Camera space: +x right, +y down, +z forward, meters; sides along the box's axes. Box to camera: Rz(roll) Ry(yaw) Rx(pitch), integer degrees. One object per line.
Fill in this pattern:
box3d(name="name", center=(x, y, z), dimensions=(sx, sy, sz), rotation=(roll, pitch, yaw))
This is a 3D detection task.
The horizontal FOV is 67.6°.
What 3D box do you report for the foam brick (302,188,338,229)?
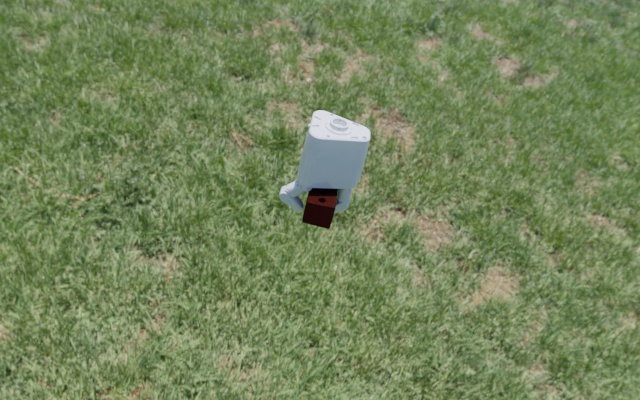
box3d(name="foam brick", center=(0.000, 0.003, 0.869), dimensions=(0.053, 0.051, 0.078), rotation=(13, 40, -3))
